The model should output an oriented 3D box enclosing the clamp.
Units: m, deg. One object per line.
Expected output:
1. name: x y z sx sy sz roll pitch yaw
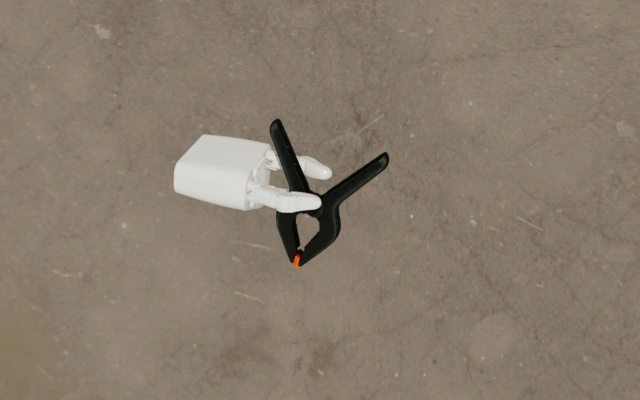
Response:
1. clamp: 0.000 0.003 0.664 0.164 0.210 0.036 12 23 10
